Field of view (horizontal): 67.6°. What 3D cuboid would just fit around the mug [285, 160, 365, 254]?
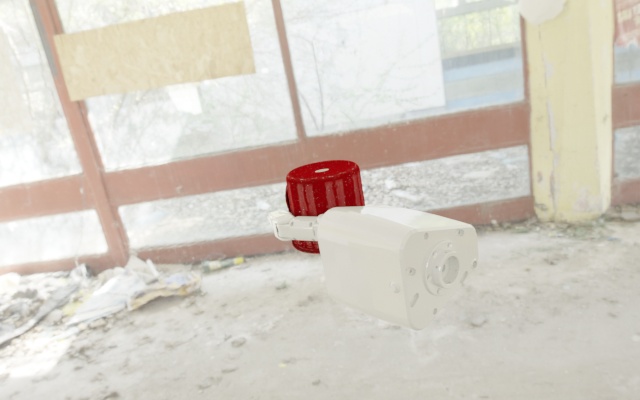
[{"bbox_3d":[-0.001,0.001,0.539,0.093,0.081,0.117,-21,21,-35],"label":"mug"}]
